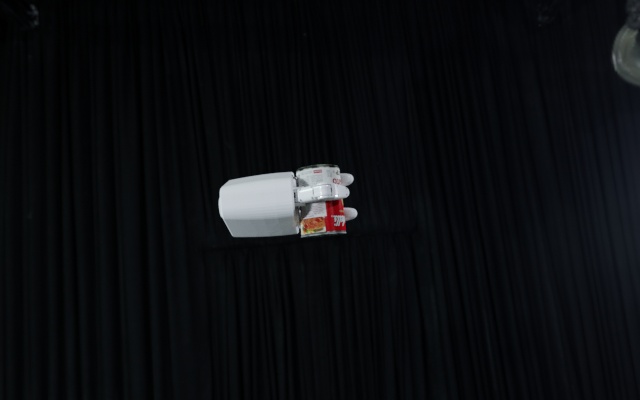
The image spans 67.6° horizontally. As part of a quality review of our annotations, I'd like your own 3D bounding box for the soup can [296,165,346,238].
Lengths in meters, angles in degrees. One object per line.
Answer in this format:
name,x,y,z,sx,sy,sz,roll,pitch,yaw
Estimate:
soup can,0.001,0.002,0.720,0.068,0.102,0.068,-5,-7,-1
